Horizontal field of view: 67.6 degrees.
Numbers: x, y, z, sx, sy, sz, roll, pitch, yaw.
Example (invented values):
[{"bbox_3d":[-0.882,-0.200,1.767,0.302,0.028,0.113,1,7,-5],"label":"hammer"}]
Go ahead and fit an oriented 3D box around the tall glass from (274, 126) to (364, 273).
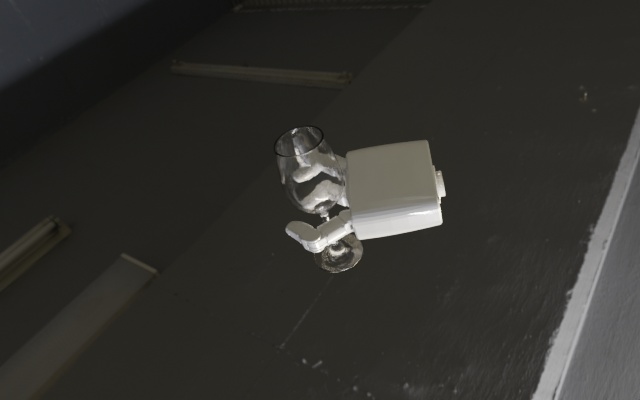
[{"bbox_3d":[0.000,0.003,0.622,0.079,0.201,0.079,-12,40,10],"label":"tall glass"}]
